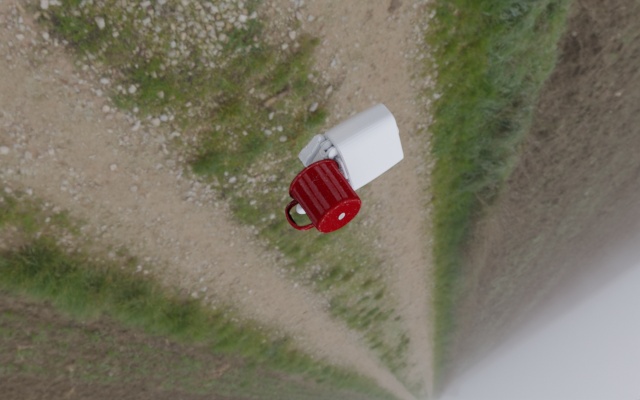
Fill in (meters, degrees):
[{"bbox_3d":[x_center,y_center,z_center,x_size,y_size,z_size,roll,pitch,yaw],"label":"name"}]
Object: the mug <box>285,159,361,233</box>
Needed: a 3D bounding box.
[{"bbox_3d":[-0.001,0.003,0.742,0.117,0.081,0.093,-33,-27,-5],"label":"mug"}]
